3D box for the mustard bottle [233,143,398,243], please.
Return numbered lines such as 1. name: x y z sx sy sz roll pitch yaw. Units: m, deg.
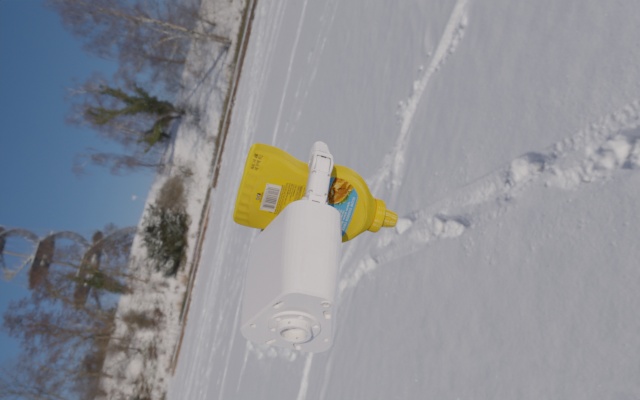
1. mustard bottle: 0.000 0.002 0.563 0.191 0.096 0.058 14 21 -11
